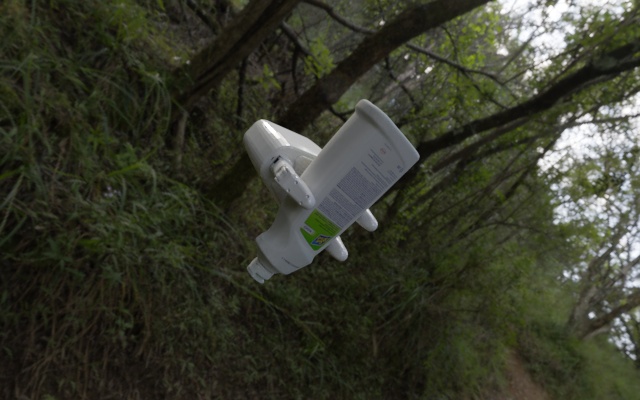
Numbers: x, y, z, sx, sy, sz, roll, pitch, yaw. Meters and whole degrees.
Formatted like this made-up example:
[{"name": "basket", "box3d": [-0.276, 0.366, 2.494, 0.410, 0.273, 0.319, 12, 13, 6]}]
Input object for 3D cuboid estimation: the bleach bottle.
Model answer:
[{"name": "bleach bottle", "box3d": [0.000, 0.002, 0.586, 0.103, 0.251, 0.068, 40, 8, -38]}]
